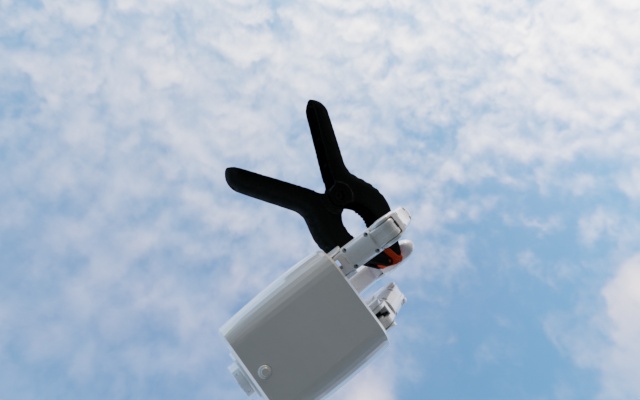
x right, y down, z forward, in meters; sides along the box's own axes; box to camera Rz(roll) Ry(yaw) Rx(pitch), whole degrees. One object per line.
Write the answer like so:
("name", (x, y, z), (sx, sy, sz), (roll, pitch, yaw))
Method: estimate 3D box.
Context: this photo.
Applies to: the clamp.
("clamp", (0.000, 0.002, 0.431), (0.120, 0.171, 0.039), (-35, -5, -18))
